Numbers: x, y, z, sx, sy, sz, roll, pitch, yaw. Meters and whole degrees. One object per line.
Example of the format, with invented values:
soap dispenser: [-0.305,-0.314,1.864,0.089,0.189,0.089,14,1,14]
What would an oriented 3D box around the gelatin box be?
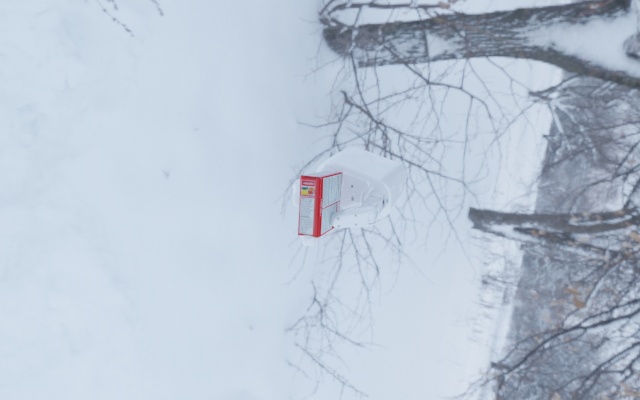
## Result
gelatin box: [0.000,0.002,0.600,0.030,0.073,0.089,6,10,18]
